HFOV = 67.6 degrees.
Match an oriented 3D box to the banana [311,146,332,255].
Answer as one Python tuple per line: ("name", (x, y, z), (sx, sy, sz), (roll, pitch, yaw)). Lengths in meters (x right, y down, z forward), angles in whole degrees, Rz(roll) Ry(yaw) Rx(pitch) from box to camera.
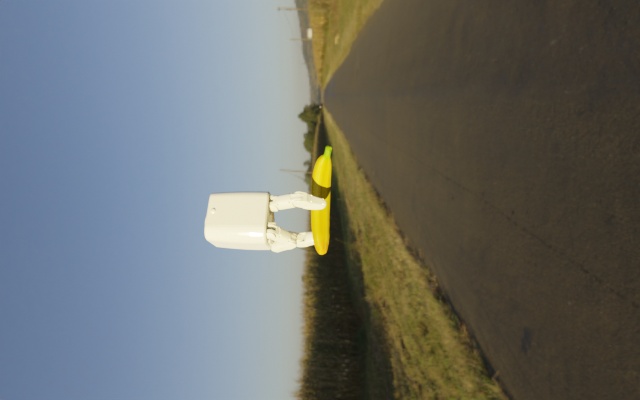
("banana", (0.001, 0.002, 0.887), (0.037, 0.198, 0.069), (1, -7, 1))
